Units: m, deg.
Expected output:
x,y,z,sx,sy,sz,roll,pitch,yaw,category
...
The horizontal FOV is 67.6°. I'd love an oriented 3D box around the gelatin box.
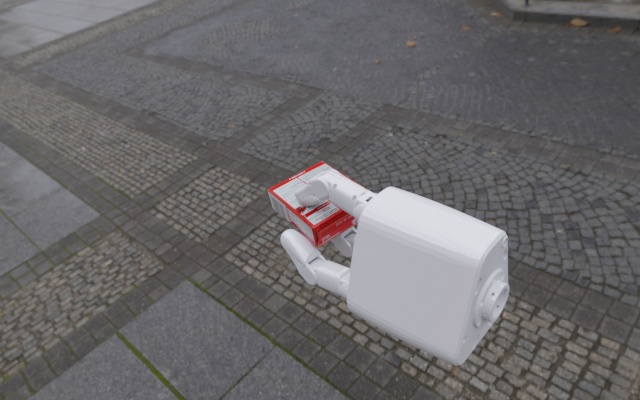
x,y,z,sx,sy,sz,roll,pitch,yaw,category
0.000,0.001,0.491,0.073,0.030,0.089,-30,42,-22,gelatin box
